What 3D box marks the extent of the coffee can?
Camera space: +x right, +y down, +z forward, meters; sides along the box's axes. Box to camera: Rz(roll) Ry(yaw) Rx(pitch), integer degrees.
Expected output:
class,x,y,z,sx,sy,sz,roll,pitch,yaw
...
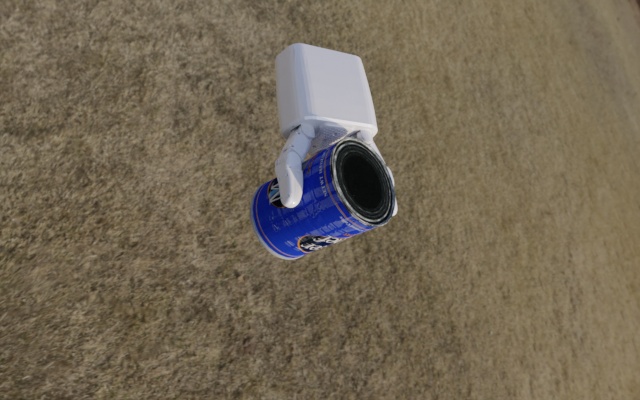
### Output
class,x,y,z,sx,sy,sz,roll,pitch,yaw
coffee can,0.000,0.002,0.553,0.140,0.102,0.103,-25,-17,40
